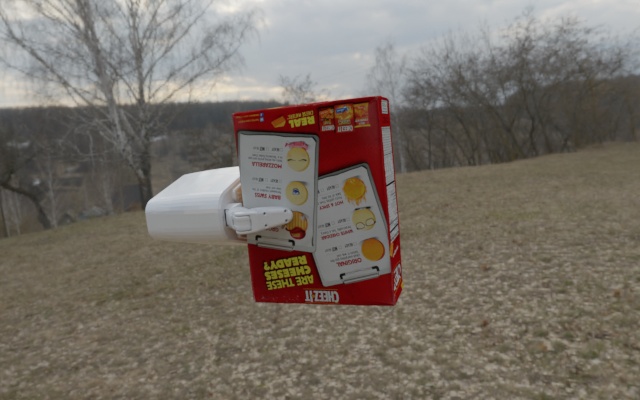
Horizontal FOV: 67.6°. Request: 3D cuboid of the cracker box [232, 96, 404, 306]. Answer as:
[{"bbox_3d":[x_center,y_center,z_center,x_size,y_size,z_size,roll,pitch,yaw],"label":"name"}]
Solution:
[{"bbox_3d":[0.000,0.002,0.527,0.164,0.214,0.072,-3,9,21],"label":"cracker box"}]
